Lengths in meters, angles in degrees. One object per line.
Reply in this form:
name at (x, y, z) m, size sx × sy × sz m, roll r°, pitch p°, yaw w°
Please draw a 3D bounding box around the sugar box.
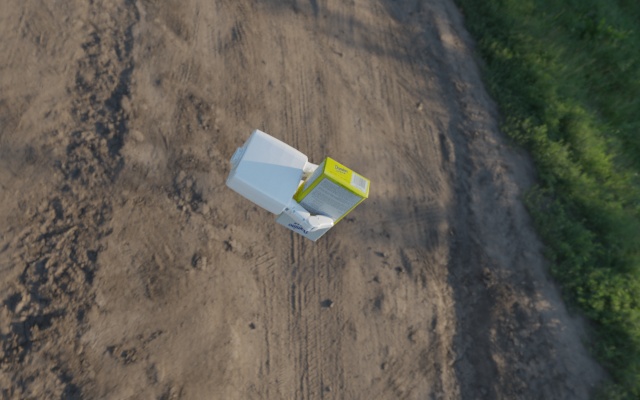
sugar box at (0.000, 0.002, 0.867) m, size 0.093 × 0.048 × 0.176 m, roll 29°, pitch -41°, yaw -18°
